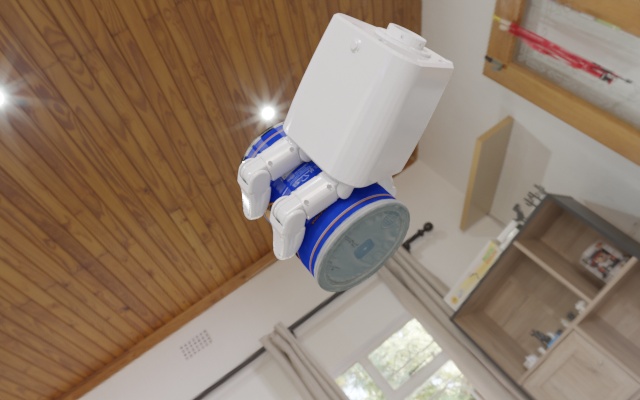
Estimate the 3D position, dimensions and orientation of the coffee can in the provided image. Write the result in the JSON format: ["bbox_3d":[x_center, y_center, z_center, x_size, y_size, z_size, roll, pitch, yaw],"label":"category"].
[{"bbox_3d":[0.000,0.002,0.455,0.103,0.103,0.140,0,37,-46],"label":"coffee can"}]
